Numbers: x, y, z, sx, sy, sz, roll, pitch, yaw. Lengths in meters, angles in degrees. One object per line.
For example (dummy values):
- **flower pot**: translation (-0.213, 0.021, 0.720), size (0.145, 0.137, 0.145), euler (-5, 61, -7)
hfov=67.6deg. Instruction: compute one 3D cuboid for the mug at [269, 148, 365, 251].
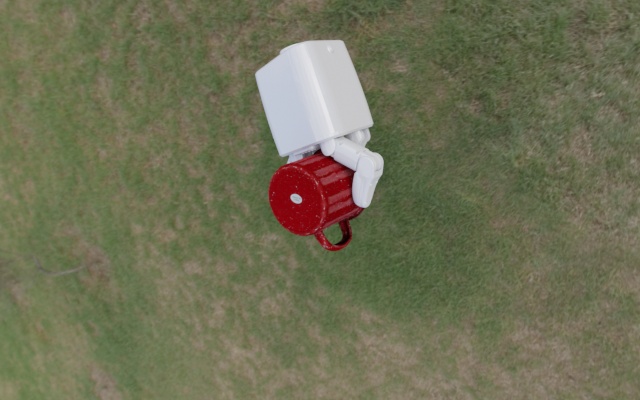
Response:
- **mug**: translation (0.000, 0.003, 0.539), size (0.093, 0.117, 0.081), euler (-17, 5, 39)
